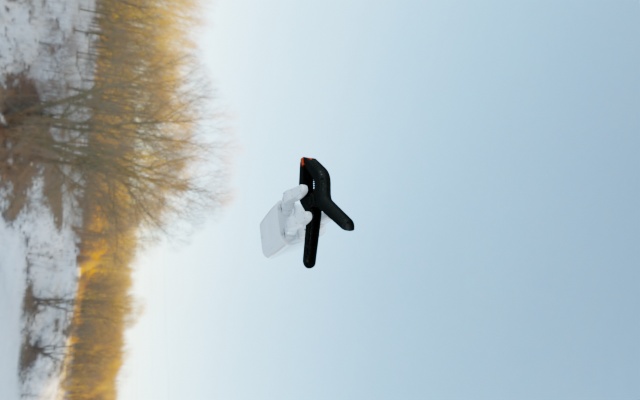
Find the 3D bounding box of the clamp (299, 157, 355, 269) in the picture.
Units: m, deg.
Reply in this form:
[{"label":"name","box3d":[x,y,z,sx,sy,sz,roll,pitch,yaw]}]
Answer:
[{"label":"clamp","box3d":[0.001,0.003,0.884,0.036,0.210,0.165,6,-27,-31]}]
